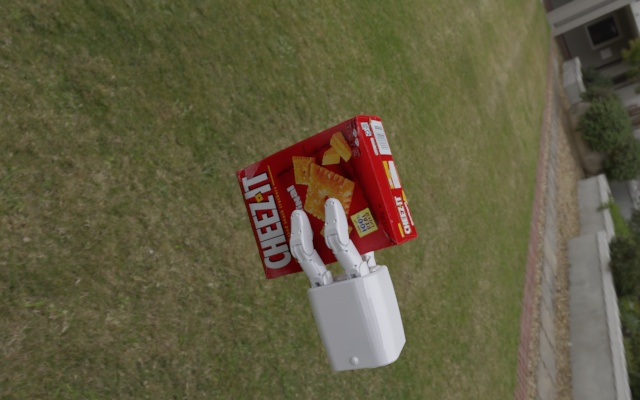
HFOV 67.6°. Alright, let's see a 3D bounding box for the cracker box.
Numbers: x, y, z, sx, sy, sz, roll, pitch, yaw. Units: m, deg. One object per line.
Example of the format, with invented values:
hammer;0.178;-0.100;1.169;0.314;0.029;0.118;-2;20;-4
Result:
cracker box;0.000;0.002;0.636;0.214;0.164;0.072;-20;-6;33
